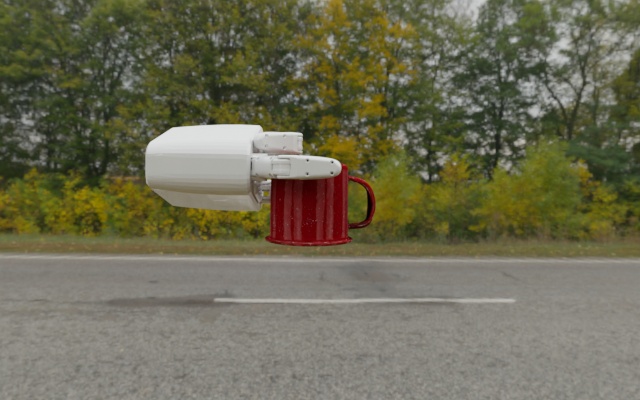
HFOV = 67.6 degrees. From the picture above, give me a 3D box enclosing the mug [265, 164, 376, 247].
[{"bbox_3d":[0.002,0.001,0.505,0.117,0.081,0.093,1,3,1],"label":"mug"}]
